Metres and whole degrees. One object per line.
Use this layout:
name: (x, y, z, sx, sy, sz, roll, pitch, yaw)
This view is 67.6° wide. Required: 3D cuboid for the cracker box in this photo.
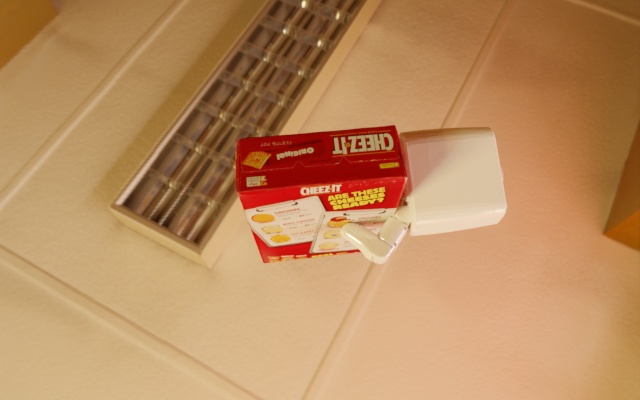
cracker box: (0.000, 0.002, 0.556, 0.164, 0.072, 0.214, -6, -25, -2)
